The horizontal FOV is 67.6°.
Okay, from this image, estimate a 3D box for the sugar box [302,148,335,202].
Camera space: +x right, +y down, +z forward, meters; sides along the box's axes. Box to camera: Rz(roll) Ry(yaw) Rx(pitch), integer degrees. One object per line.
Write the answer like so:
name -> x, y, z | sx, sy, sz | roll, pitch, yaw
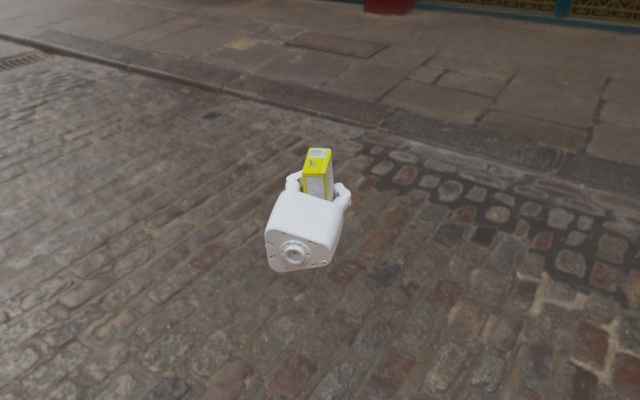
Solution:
sugar box -> 0.000, 0.003, 0.865 | 0.048, 0.176, 0.093 | 3, 34, 8
